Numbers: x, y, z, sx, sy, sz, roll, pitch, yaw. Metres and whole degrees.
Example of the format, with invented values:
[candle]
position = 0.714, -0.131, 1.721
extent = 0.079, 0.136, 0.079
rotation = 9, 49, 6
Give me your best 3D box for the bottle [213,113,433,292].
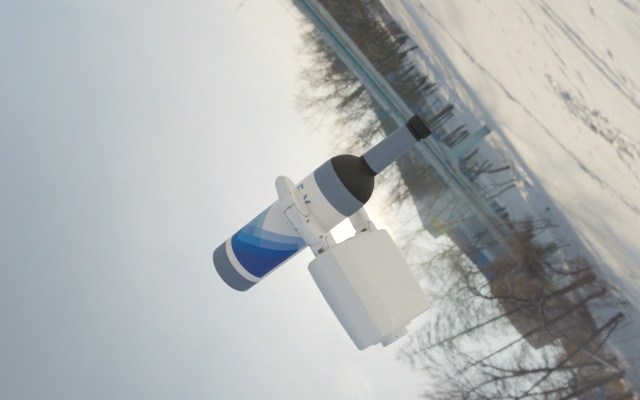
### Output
[bottle]
position = 0.000, 0.002, 0.552
extent = 0.296, 0.069, 0.069
rotation = -37, -14, 19
